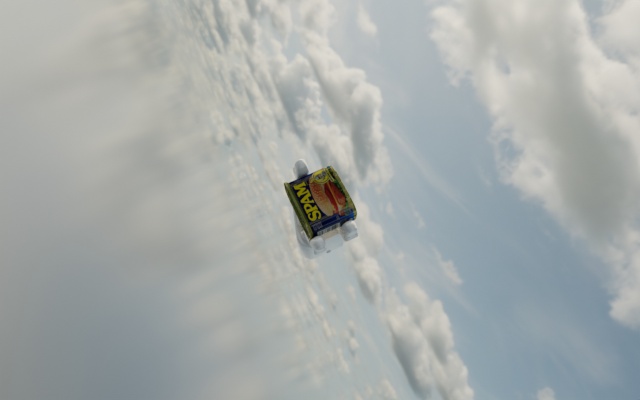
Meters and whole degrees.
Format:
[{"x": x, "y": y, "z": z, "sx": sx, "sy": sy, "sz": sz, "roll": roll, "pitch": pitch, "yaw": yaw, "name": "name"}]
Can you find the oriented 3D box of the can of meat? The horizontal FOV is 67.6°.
[{"x": 0.000, "y": 0.002, "z": 0.764, "sx": 0.084, "sy": 0.102, "sz": 0.057, "roll": -24, "pitch": -23, "yaw": -8, "name": "can of meat"}]
